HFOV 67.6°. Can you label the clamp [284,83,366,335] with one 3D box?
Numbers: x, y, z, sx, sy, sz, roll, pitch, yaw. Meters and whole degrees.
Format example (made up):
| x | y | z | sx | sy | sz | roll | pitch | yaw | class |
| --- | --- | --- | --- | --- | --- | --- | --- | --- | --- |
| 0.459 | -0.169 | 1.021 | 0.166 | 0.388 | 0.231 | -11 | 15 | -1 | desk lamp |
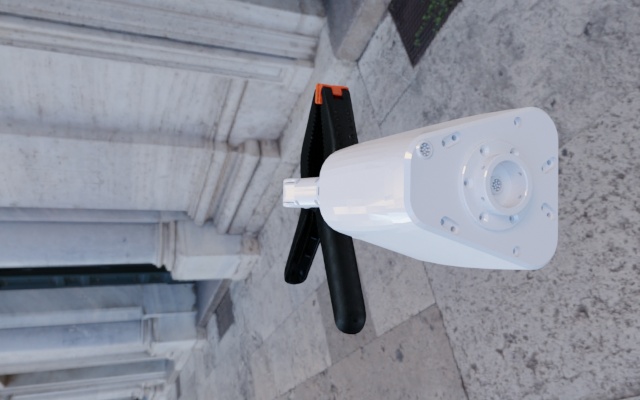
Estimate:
| x | y | z | sx | sy | sz | roll | pitch | yaw | class |
| --- | --- | --- | --- | --- | --- | --- | --- | --- | --- |
| -0.001 | 0.001 | 0.444 | 0.036 | 0.210 | 0.164 | 2 | -2 | -22 | clamp |
